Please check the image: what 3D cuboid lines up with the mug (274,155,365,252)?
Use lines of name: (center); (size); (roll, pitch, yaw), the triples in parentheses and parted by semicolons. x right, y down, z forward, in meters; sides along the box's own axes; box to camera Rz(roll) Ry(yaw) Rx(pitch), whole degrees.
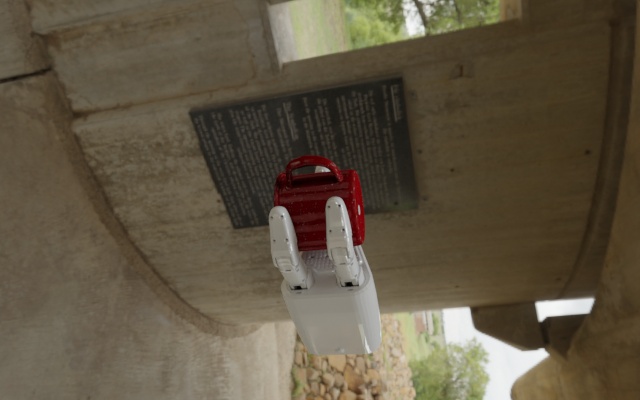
mug: (0.000, 0.000, 0.500); (0.081, 0.117, 0.093); (-6, 37, 10)
